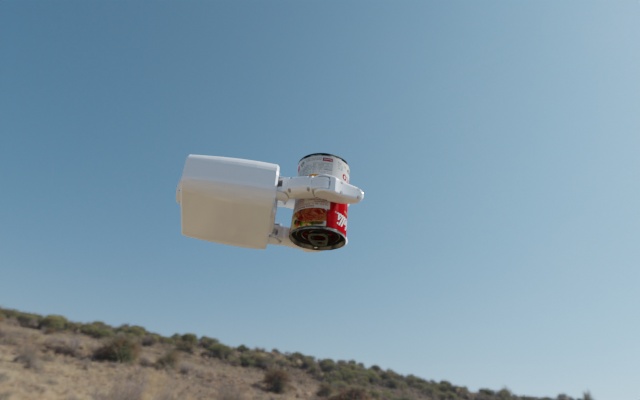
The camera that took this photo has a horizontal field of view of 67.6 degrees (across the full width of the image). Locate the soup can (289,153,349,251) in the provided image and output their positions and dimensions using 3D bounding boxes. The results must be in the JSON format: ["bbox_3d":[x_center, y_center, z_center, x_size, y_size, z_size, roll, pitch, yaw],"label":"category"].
[{"bbox_3d":[0.001,0.002,0.584,0.068,0.102,0.068,4,-27,2],"label":"soup can"}]
